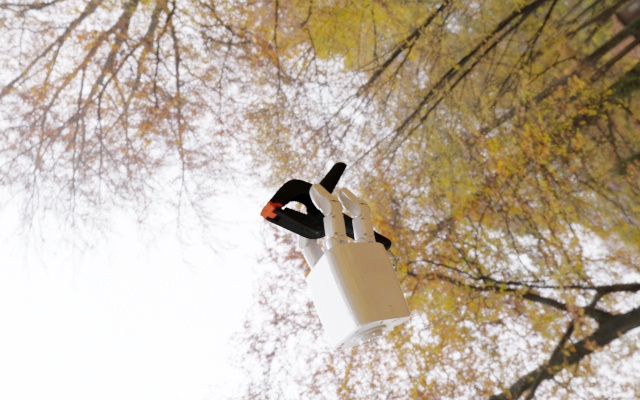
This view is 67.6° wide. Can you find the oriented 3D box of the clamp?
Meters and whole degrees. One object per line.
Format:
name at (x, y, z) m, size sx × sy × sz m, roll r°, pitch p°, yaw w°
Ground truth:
clamp at (-0.001, 0.003, 0.690) m, size 0.210 × 0.164 × 0.036 m, roll 5°, pitch -40°, yaw -41°
